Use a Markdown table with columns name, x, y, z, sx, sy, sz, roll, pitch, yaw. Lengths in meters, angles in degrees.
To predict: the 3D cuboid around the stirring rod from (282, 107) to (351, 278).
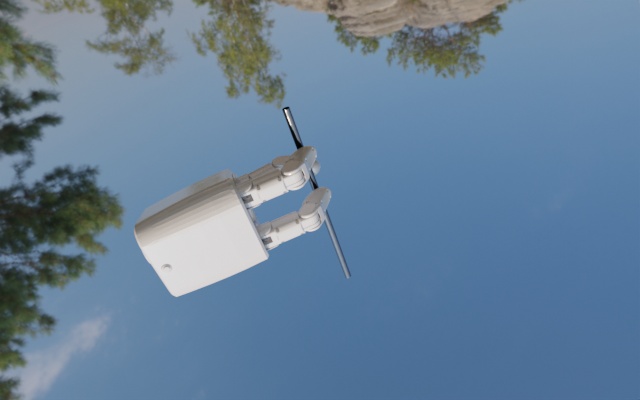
| name | x | y | z | sx | sy | sz | roll | pitch | yaw |
| --- | --- | --- | --- | --- | --- | --- | --- | --- | --- |
| stirring rod | 0.000 | 0.002 | 0.550 | 0.011 | 0.240 | 0.011 | -14 | 33 | 9 |
